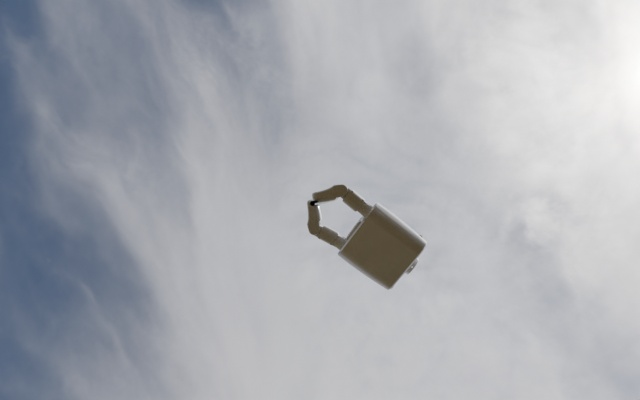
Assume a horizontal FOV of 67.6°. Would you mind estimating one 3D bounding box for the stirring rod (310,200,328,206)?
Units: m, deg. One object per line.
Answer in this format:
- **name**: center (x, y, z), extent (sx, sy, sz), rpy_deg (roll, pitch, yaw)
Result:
- **stirring rod**: center (0.000, 0.003, 0.853), extent (0.011, 0.011, 0.239), rpy_deg (0, 1, 6)
